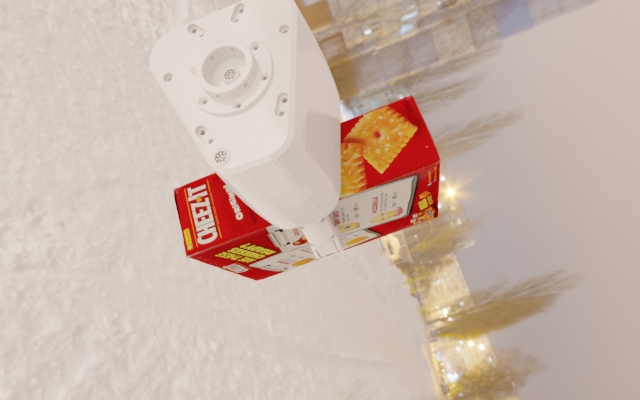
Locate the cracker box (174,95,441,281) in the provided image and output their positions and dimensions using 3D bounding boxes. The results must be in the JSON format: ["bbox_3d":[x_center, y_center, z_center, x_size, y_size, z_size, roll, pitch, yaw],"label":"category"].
[{"bbox_3d":[0.000,0.002,0.451,0.214,0.072,0.164,-20,-20,7],"label":"cracker box"}]
